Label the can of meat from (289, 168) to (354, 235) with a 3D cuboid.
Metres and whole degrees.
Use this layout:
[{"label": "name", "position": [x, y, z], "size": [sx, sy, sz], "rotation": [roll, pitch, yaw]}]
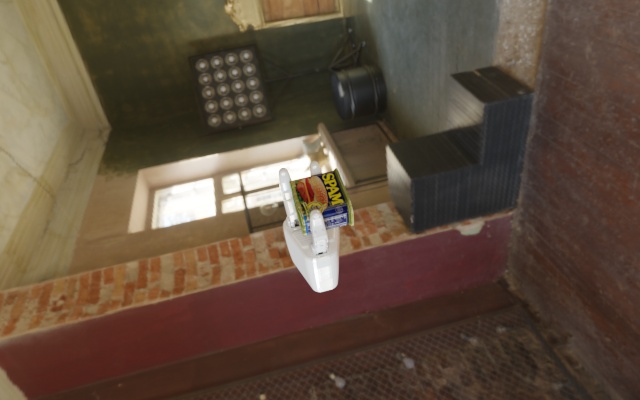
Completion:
[{"label": "can of meat", "position": [0.000, 0.003, 0.785], "size": [0.084, 0.102, 0.057], "rotation": [-14, -39, -6]}]
